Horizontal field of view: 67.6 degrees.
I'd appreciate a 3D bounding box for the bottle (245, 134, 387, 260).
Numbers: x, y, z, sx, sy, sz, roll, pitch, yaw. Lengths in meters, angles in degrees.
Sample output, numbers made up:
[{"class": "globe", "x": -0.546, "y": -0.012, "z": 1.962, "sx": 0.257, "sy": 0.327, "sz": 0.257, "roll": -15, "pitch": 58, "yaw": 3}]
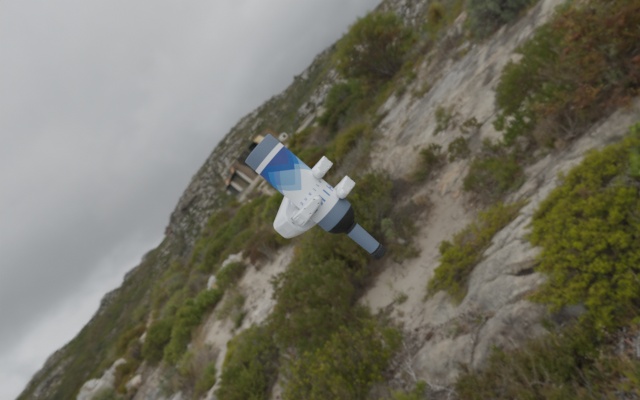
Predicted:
[{"class": "bottle", "x": 0.000, "y": 0.003, "z": 0.853, "sx": 0.296, "sy": 0.069, "sz": 0.069, "roll": 41, "pitch": -5, "yaw": -5}]
